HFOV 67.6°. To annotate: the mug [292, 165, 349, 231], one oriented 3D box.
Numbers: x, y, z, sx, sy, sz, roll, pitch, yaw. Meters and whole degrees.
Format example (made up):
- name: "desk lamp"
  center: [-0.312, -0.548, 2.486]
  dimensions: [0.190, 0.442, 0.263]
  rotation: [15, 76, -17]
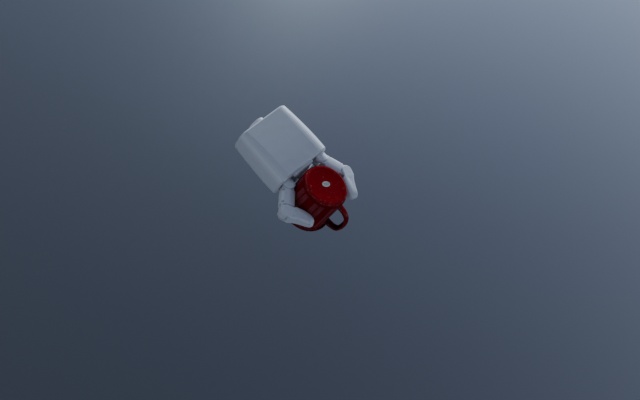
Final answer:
- name: "mug"
  center: [0.001, 0.004, 0.808]
  dimensions: [0.093, 0.117, 0.081]
  rotation: [-41, -3, -40]
